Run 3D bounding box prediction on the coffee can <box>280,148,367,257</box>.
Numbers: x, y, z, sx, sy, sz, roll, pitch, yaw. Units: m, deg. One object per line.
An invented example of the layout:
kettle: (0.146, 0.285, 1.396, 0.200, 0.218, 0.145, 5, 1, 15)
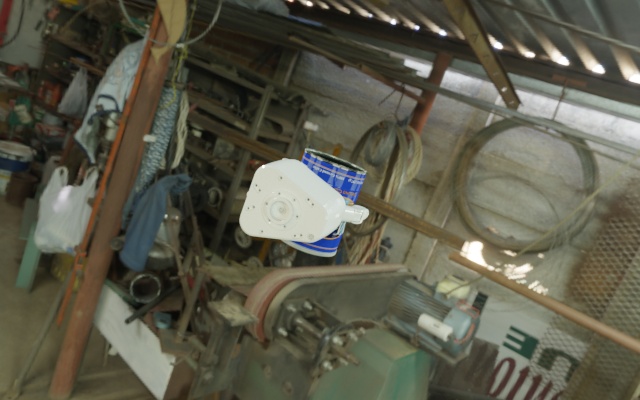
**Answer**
coffee can: (0.000, 0.003, 0.744, 0.103, 0.140, 0.103, 20, 11, -4)
